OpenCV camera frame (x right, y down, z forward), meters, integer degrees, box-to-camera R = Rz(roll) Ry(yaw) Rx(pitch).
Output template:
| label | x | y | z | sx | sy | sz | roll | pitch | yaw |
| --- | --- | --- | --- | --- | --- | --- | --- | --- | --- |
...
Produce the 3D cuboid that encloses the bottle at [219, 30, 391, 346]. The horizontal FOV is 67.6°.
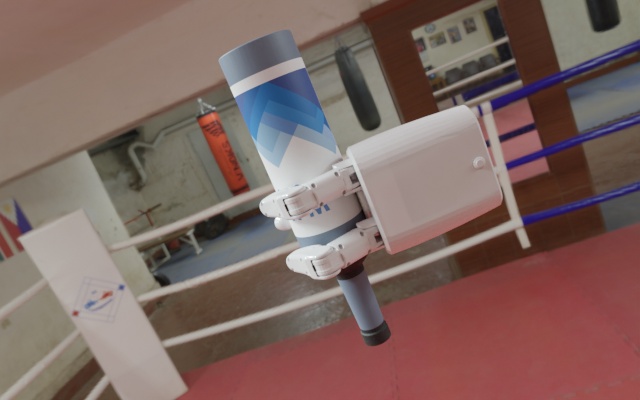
| label | x | y | z | sx | sy | sz | roll | pitch | yaw |
| --- | --- | --- | --- | --- | --- | --- | --- | --- | --- |
| bottle | 0.000 | 0.001 | 0.435 | 0.069 | 0.296 | 0.069 | -22 | 12 | 5 |
